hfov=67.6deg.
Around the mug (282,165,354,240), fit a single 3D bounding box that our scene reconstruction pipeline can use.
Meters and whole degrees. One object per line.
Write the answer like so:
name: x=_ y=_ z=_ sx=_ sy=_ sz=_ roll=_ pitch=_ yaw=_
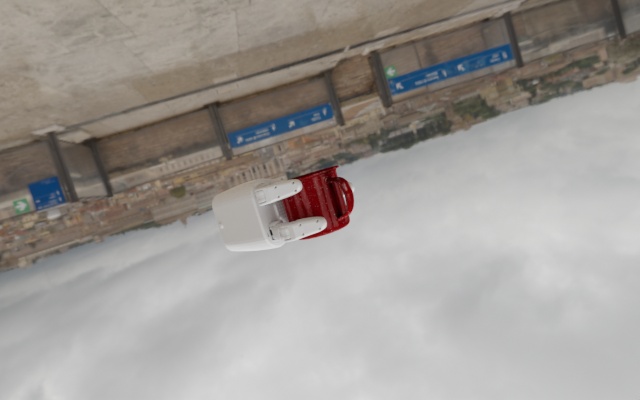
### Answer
mug: x=0.001 y=0.002 z=0.643 sx=0.117 sy=0.081 sz=0.093 roll=-12 pitch=7 yaw=44
